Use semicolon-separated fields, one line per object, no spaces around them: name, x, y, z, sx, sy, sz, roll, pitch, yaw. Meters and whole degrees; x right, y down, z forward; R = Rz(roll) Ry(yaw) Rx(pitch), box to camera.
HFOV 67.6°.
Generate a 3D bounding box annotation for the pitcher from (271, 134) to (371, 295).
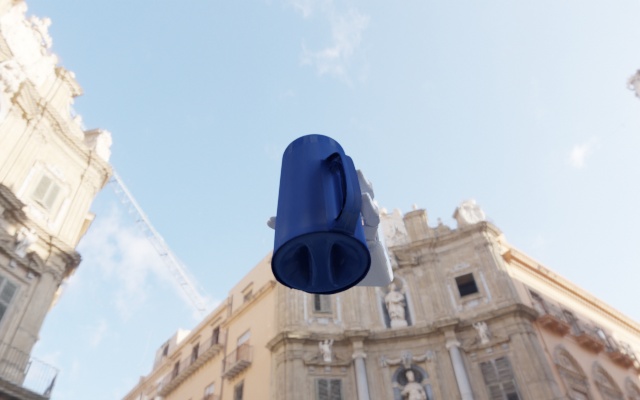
pitcher;0.000;0.002;0.709;0.149;0.242;0.145;-18;-48;13
